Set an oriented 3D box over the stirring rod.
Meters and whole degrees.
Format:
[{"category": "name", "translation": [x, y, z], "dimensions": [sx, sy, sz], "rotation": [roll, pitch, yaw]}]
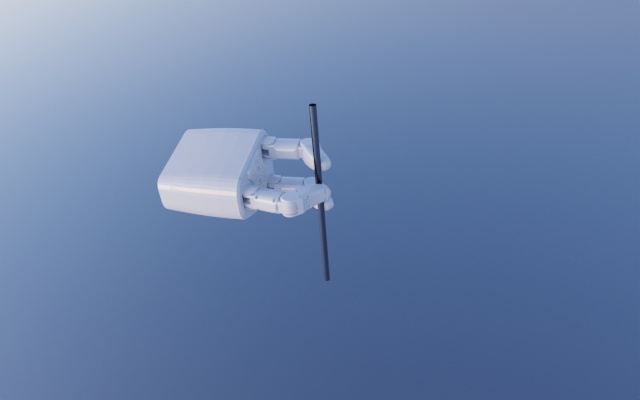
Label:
[{"category": "stirring rod", "translation": [0.000, 0.002, 0.560], "dimensions": [0.011, 0.240, 0.011], "rotation": [-3, 33, 2]}]
